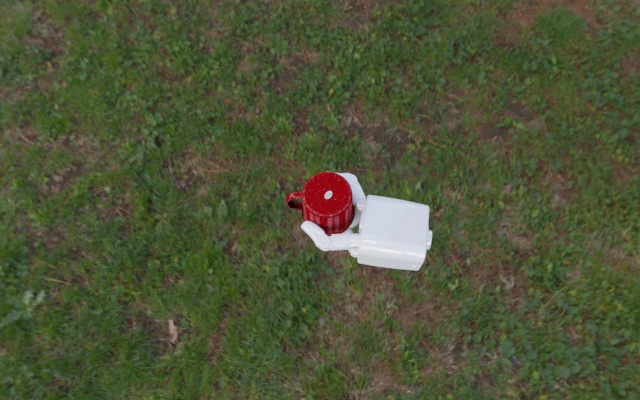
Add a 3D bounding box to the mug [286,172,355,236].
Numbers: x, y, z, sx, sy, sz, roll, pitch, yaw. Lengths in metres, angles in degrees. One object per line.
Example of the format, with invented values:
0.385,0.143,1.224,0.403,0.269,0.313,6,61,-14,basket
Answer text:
-0.001,0.002,0.795,0.117,0.093,0.081,7,-22,5,mug
